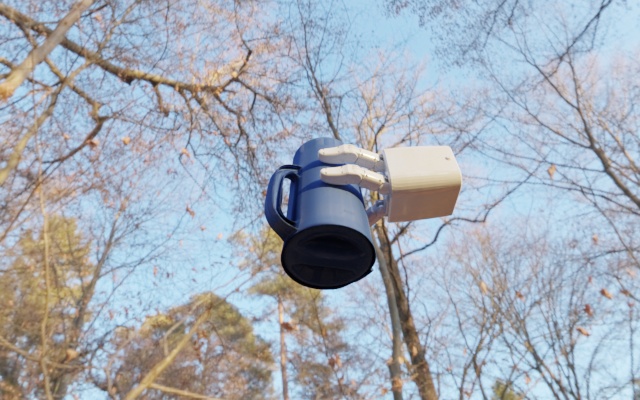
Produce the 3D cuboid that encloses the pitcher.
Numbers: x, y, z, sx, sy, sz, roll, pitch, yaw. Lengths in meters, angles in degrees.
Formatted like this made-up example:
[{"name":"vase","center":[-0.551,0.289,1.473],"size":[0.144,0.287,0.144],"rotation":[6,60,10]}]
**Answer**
[{"name":"pitcher","center":[0.000,0.002,0.742],"size":[0.145,0.149,0.242],"rotation":[-6,40,3]}]
